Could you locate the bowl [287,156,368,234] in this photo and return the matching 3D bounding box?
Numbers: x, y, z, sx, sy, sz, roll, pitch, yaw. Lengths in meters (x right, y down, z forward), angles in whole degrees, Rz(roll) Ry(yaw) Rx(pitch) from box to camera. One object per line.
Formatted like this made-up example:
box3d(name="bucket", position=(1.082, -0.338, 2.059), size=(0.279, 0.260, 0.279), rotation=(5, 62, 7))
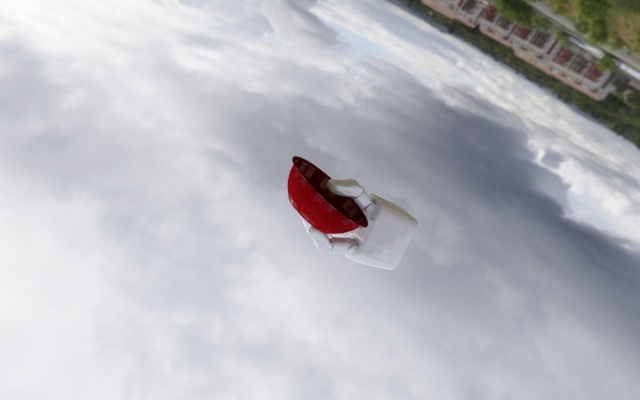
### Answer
box3d(name="bowl", position=(-0.001, 0.002, 0.763), size=(0.162, 0.055, 0.162), rotation=(41, 13, -11))
